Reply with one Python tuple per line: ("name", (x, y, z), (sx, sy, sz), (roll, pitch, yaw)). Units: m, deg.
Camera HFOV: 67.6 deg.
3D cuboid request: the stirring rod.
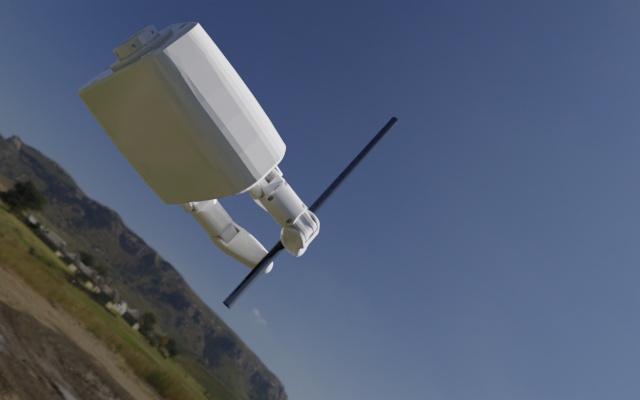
("stirring rod", (0.000, 0.001, 0.424), (0.239, 0.011, 0.011), (-48, 24, -24))
